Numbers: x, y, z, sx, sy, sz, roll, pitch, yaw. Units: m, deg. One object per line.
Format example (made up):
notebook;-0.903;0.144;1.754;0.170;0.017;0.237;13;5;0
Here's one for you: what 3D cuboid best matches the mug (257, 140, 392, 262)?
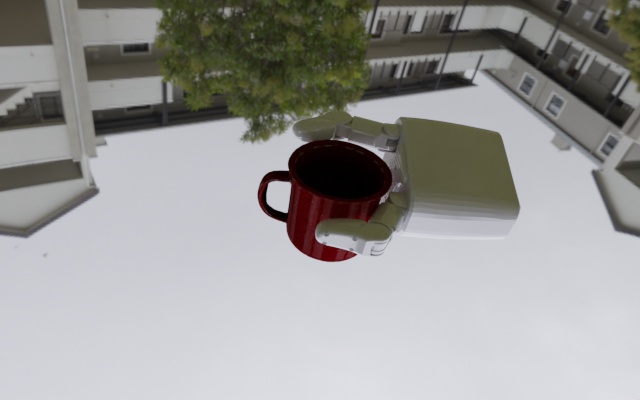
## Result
mug;-0.001;0.002;0.442;0.117;0.082;0.093;5;39;-7
